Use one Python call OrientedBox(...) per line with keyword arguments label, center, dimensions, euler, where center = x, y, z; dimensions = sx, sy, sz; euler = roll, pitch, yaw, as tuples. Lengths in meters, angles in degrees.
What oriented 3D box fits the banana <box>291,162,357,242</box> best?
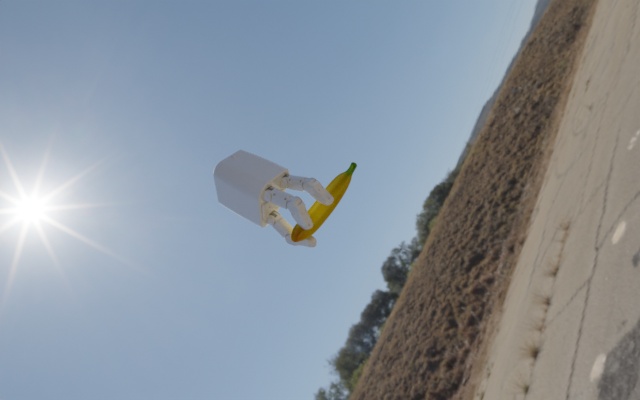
OrientedBox(label="banana", center=(0.002, 0.010, 0.882), dimensions=(0.037, 0.197, 0.070), euler=(29, -28, 16))
